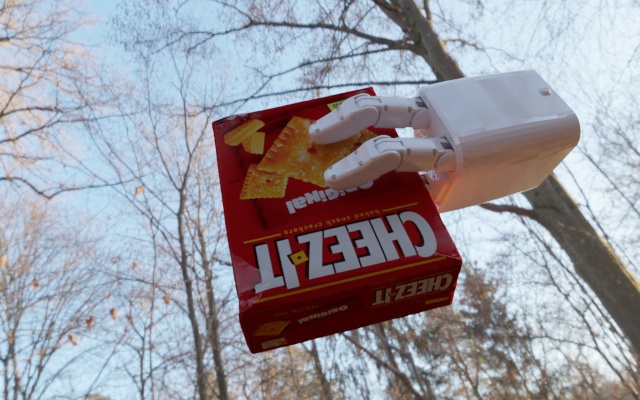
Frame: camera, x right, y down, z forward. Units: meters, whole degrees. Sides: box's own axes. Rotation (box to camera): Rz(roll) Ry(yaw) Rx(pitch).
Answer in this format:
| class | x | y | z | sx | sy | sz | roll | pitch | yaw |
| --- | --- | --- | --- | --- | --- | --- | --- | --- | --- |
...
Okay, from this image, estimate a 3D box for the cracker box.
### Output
| class | x | y | z | sx | sy | sz | roll | pitch | yaw |
| --- | --- | --- | --- | --- | --- | --- | --- | --- | --- |
| cracker box | 0.000 | 0.001 | 0.412 | 0.164 | 0.213 | 0.072 | -13 | -41 | -6 |
